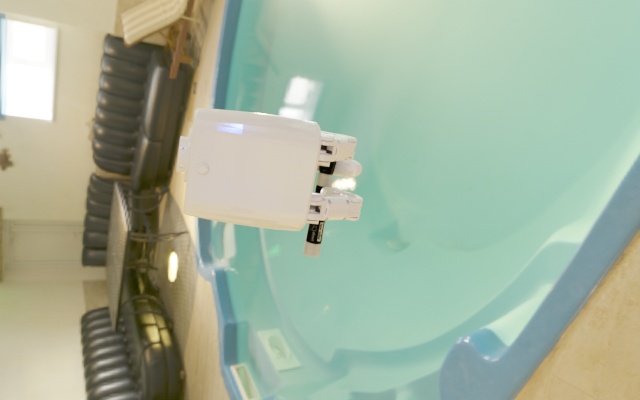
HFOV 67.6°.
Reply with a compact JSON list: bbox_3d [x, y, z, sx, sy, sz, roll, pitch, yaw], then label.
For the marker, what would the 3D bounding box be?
[{"bbox_3d":[0.000,0.002,0.515,0.020,0.121,0.020,10,13,-2],"label":"marker"}]
